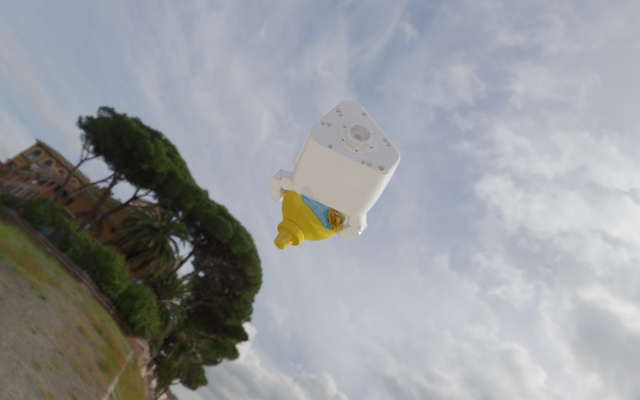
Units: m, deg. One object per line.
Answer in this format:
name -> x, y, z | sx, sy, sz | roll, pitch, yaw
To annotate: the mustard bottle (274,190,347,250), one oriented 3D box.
mustard bottle -> 0.000, 0.002, 0.700 | 0.191, 0.096, 0.058 | -46, 15, -31
